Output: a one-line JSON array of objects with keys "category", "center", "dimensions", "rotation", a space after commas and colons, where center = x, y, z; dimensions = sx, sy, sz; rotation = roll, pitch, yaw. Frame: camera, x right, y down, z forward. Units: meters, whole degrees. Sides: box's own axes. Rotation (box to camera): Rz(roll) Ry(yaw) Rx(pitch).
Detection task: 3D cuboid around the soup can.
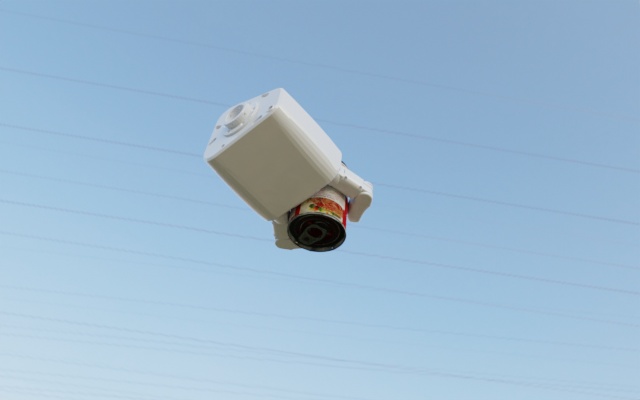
[{"category": "soup can", "center": [0.001, 0.002, 0.576], "dimensions": [0.068, 0.102, 0.069], "rotation": [4, -44, 4]}]
